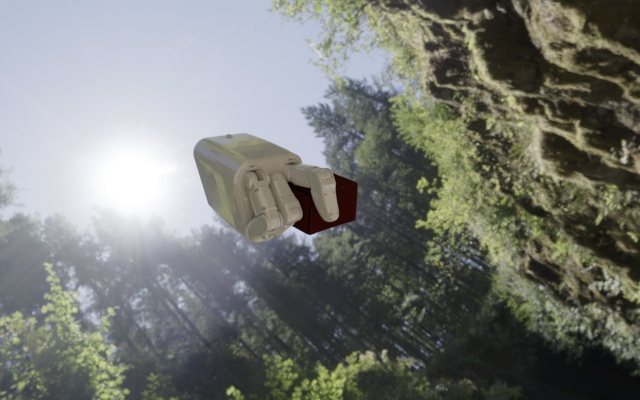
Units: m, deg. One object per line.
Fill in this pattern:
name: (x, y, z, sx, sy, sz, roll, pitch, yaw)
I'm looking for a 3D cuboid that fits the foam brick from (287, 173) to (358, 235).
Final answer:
foam brick: (0.000, 0.002, 0.582, 0.078, 0.053, 0.051, -14, 27, -40)
